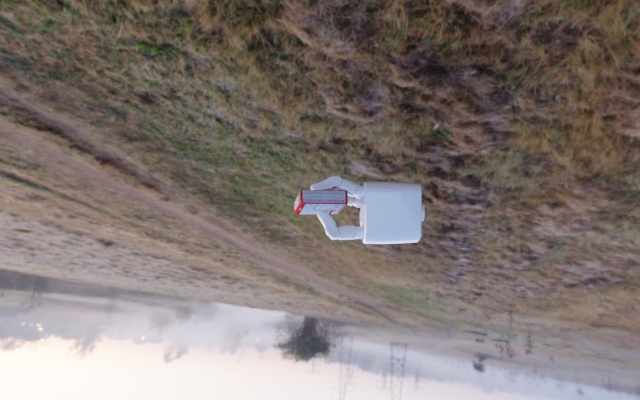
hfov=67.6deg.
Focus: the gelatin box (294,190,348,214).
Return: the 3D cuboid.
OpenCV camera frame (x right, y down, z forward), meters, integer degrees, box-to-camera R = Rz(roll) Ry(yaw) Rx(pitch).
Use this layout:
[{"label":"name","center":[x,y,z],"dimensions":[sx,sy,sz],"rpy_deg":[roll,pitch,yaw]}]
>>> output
[{"label":"gelatin box","center":[0.000,0.003,0.900],"dimensions":[0.089,0.030,0.073],"rpy_deg":[0,-17,-13]}]
